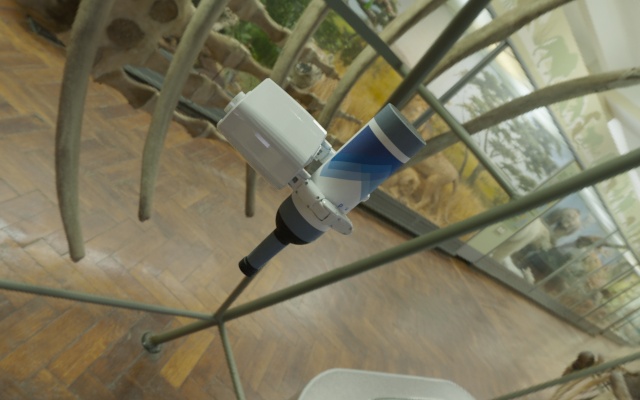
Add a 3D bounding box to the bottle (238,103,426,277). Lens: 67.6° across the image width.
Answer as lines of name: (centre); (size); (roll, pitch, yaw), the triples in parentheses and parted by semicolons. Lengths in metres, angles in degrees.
bottle: (0.000, 0.002, 0.613); (0.296, 0.069, 0.069); (-42, -16, 19)
